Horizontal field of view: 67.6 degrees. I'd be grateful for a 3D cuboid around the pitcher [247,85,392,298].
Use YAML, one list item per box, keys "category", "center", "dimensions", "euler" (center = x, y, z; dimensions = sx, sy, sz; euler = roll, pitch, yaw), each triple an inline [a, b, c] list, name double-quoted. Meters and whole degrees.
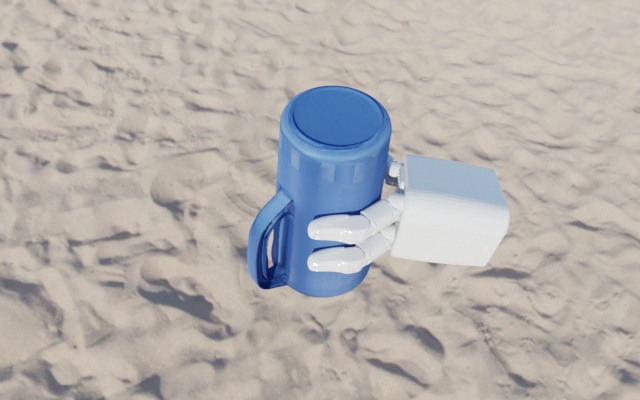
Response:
- category: "pitcher"
  center: [0.000, 0.002, 0.537]
  dimensions: [0.145, 0.149, 0.243]
  euler: [9, -39, 3]
